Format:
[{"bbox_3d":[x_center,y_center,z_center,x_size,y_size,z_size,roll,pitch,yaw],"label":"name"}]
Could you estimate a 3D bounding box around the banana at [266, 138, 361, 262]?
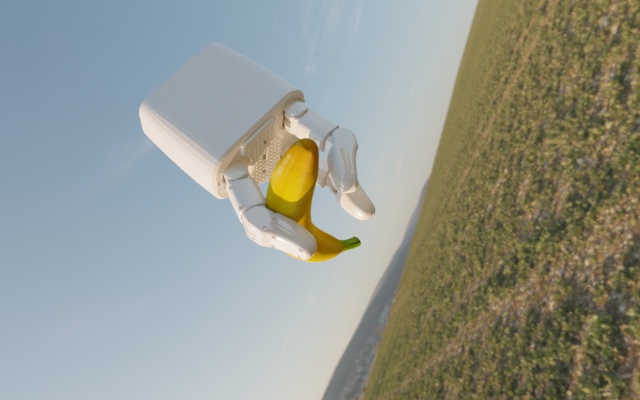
[{"bbox_3d":[-0.014,0.014,0.420,0.069,0.037,0.198,-38,-28,-5],"label":"banana"}]
